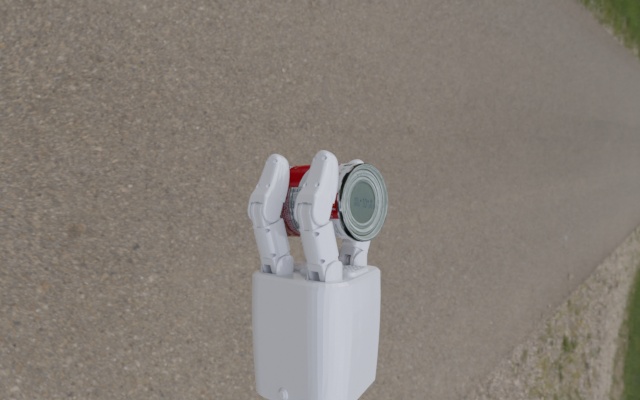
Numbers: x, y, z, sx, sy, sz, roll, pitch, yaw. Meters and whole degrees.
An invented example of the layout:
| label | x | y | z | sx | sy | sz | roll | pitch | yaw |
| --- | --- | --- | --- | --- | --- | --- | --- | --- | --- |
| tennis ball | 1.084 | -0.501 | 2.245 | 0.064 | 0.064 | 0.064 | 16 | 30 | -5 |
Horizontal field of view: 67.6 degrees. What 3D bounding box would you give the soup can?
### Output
| label | x | y | z | sx | sy | sz | roll | pitch | yaw |
| --- | --- | --- | --- | --- | --- | --- | --- | --- | --- |
| soup can | 0.000 | 0.001 | 0.428 | 0.102 | 0.068 | 0.068 | 1 | 1 | 42 |
